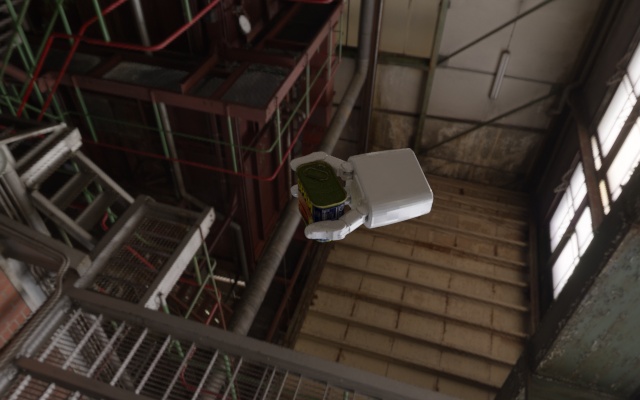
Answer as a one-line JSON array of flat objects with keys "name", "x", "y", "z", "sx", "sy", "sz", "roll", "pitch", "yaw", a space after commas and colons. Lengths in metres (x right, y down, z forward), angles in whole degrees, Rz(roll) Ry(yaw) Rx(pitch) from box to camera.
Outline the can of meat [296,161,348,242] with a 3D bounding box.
[{"name": "can of meat", "x": 0.000, "y": 0.003, "z": 0.744, "sx": 0.057, "sy": 0.084, "sz": 0.102, "roll": -14, "pitch": 46, "yaw": -15}]
